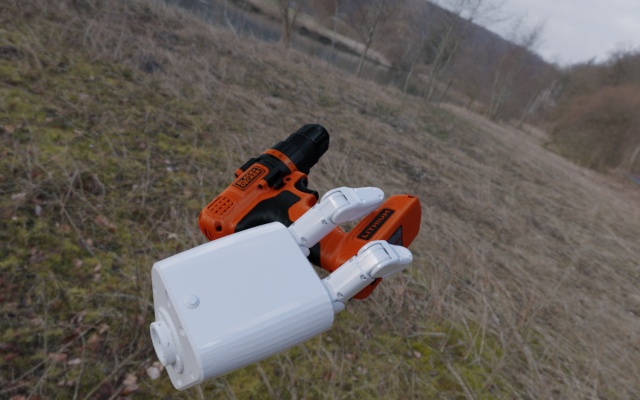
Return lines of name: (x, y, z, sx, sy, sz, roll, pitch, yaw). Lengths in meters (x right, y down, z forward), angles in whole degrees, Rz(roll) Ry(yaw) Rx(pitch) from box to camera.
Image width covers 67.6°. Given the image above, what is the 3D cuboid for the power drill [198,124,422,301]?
power drill: (0.000, 0.002, 0.471, 0.187, 0.057, 0.184, 23, 56, 32)
